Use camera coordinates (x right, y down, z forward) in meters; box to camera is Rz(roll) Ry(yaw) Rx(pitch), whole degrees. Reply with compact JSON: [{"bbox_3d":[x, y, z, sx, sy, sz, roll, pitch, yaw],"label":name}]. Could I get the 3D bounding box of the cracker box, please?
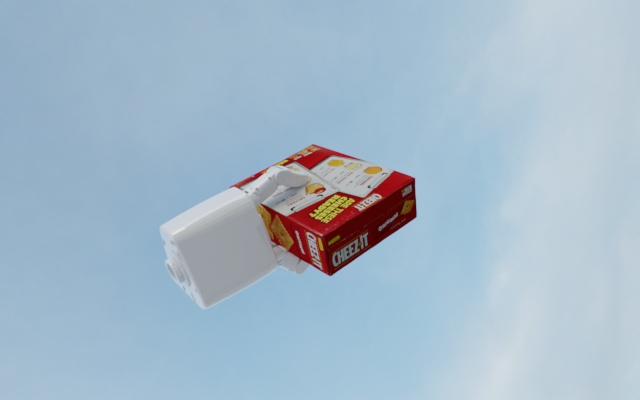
[{"bbox_3d":[0.000,0.002,0.666,0.164,0.072,0.213,-30,35,-29],"label":"cracker box"}]
